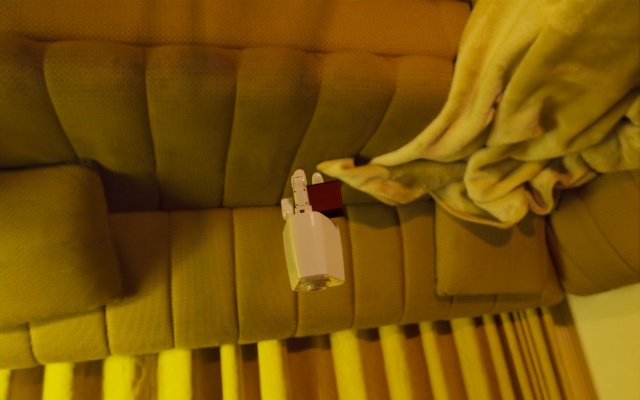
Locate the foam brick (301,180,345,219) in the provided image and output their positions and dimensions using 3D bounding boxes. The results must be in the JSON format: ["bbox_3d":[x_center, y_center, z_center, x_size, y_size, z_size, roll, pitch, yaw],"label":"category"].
[{"bbox_3d":[0.000,0.003,0.821,0.078,0.051,0.053,-10,-21,4],"label":"foam brick"}]
